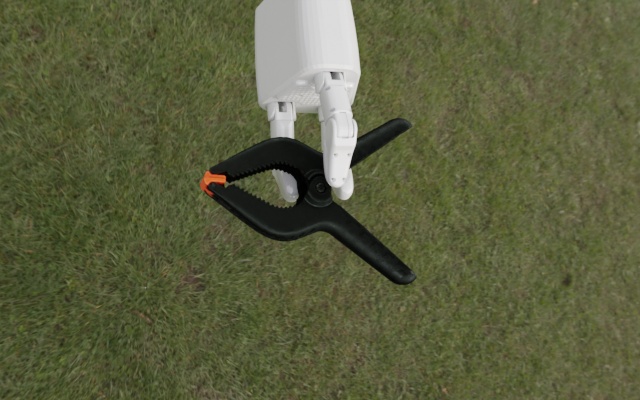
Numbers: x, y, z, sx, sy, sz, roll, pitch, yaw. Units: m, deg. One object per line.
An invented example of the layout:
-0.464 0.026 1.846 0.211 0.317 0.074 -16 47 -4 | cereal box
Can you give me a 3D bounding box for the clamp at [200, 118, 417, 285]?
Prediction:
0.000 0.001 0.435 0.210 0.164 0.036 -2 -11 -20 | clamp
